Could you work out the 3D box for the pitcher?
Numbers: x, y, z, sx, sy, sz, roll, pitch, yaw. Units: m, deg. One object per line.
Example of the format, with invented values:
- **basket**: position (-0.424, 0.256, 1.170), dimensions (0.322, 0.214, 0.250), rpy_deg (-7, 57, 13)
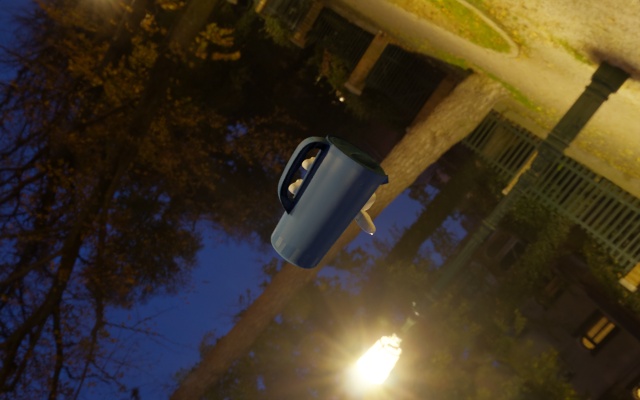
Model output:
- **pitcher**: position (0.000, 0.003, 0.898), dimensions (0.149, 0.243, 0.145), rpy_deg (39, 18, 16)
